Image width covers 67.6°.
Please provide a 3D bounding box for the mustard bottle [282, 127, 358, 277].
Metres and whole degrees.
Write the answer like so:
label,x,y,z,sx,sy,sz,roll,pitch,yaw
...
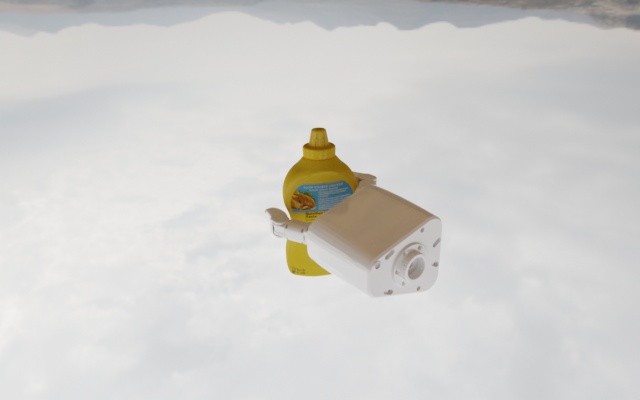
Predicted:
label,x,y,z,sx,sy,sz,roll,pitch,yaw
mustard bottle,0.000,0.002,0.612,0.096,0.192,0.058,-5,24,-9
